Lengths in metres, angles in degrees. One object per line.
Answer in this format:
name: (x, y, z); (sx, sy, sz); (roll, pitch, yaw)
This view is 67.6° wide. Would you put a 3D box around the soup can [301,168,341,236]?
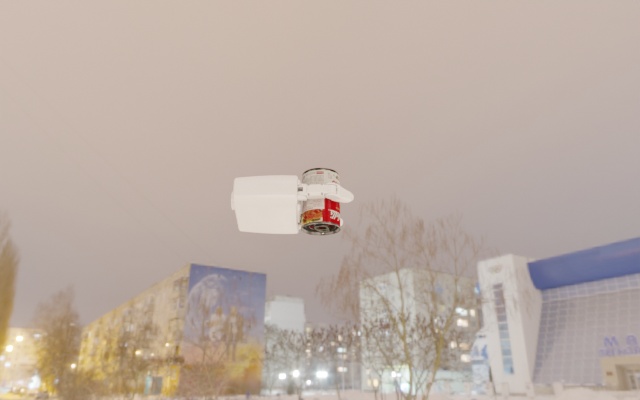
soup can: (0.001, 0.002, 0.830); (0.068, 0.102, 0.068); (0, -21, 0)
